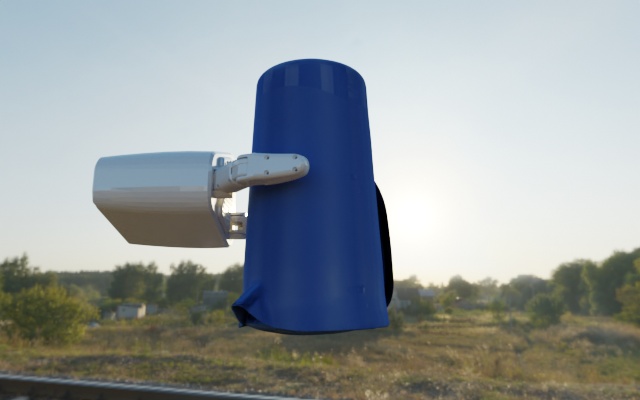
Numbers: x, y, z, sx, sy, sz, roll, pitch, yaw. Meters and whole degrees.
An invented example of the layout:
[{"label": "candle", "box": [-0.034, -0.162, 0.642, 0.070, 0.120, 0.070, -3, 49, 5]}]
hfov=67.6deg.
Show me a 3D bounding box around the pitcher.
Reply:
[{"label": "pitcher", "box": [0.000, 0.001, 0.454, 0.145, 0.242, 0.149, -1, -11, 3]}]
